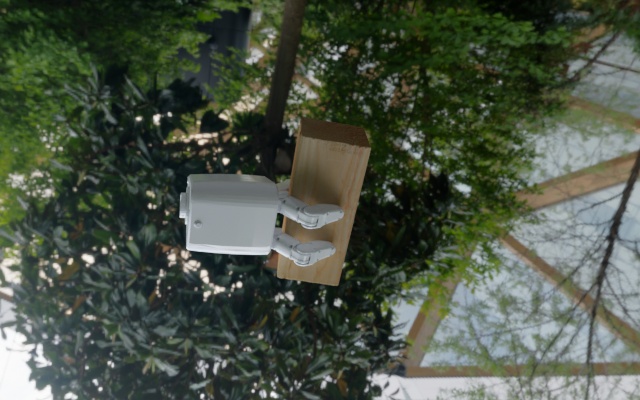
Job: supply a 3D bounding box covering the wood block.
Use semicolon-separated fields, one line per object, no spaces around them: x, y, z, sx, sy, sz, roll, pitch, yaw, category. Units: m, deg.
0.000;0.002;0.658;0.090;0.206;0.090;9;25;-6;wood block
